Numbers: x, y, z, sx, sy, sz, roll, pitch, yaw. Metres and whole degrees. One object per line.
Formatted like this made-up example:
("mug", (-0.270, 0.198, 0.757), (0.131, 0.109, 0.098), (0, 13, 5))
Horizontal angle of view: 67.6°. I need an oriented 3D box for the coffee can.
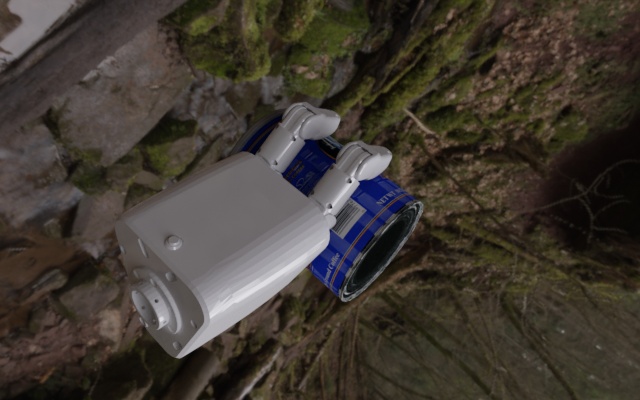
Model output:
("coffee can", (0.000, 0.001, 0.408), (0.140, 0.103, 0.103), (39, 16, 21))
